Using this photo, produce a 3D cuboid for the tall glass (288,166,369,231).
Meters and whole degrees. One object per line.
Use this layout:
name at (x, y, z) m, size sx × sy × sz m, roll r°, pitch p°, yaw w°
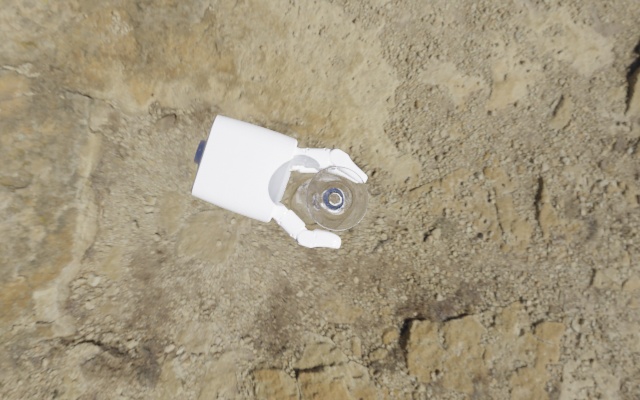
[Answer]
tall glass at (0.000, 0.002, 0.642) m, size 0.079 × 0.079 × 0.201 m, roll 0°, pitch -3°, yaw -11°
